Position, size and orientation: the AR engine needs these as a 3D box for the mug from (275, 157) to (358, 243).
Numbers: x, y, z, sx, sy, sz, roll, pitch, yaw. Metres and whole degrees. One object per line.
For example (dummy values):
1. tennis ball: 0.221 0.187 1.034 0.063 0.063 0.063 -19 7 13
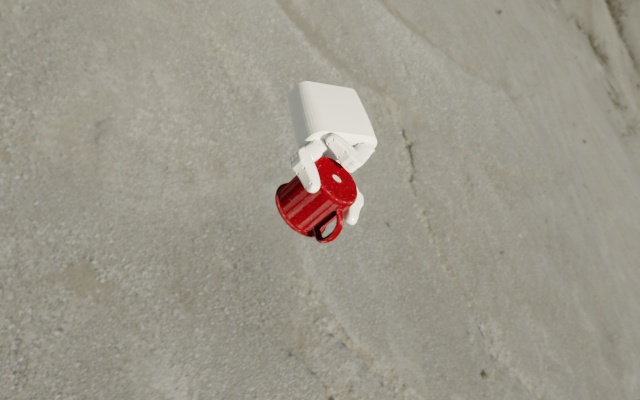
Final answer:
1. mug: 0.001 0.003 0.663 0.093 0.117 0.081 13 -41 -41
